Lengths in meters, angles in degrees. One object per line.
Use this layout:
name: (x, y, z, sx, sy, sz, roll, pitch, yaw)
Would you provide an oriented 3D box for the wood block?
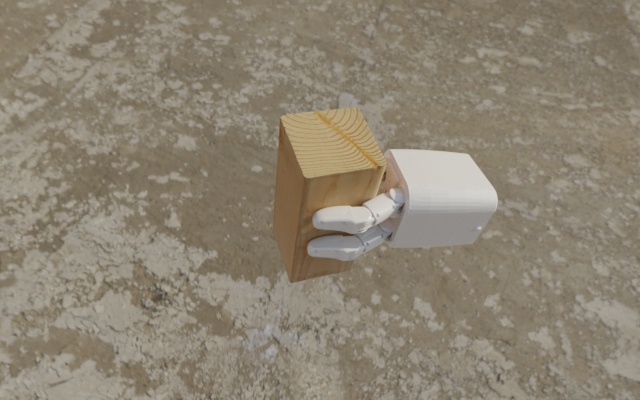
wood block: (0.000, 0.001, 0.563, 0.090, 0.090, 0.206, -10, -36, -16)
